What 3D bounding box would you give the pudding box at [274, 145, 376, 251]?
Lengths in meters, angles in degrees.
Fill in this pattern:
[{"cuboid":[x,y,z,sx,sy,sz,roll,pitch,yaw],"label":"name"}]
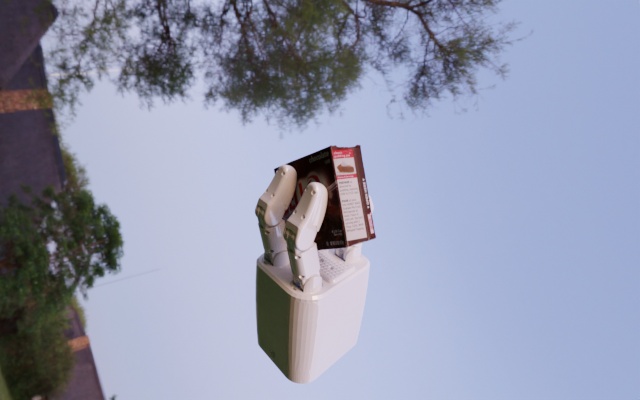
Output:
[{"cuboid":[0.000,0.002,0.461,0.039,0.090,0.113,-9,-3,-35],"label":"pudding box"}]
